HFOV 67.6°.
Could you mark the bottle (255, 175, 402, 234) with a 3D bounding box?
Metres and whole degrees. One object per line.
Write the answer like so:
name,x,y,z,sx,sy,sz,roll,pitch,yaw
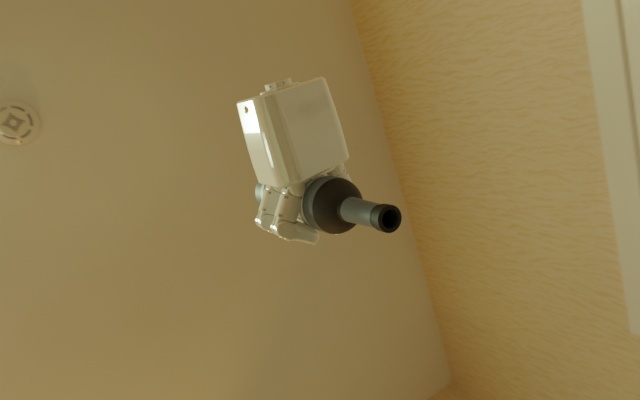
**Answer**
bottle,0.000,0.002,0.584,0.069,0.069,0.295,0,6,-27
